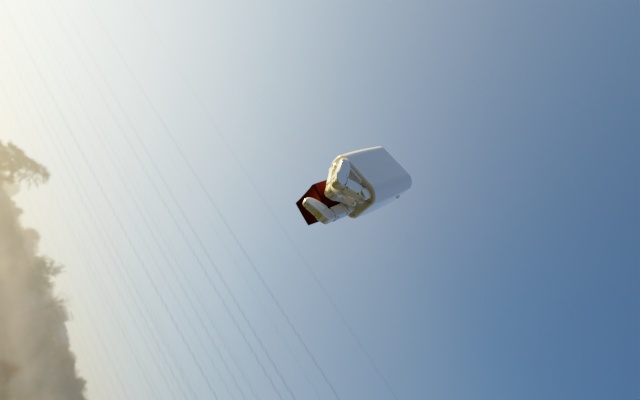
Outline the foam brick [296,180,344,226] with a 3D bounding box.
[{"bbox_3d":[0.000,0.003,0.887,0.051,0.053,0.078,-20,-15,-36],"label":"foam brick"}]
